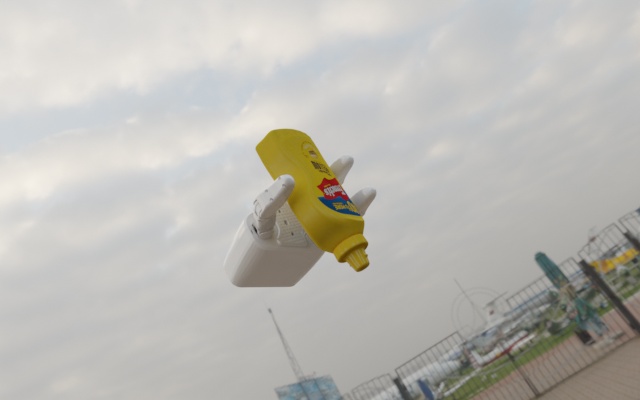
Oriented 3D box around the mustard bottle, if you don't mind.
[{"bbox_3d":[0.000,0.001,0.568,0.058,0.191,0.096,-42,-26,21],"label":"mustard bottle"}]
